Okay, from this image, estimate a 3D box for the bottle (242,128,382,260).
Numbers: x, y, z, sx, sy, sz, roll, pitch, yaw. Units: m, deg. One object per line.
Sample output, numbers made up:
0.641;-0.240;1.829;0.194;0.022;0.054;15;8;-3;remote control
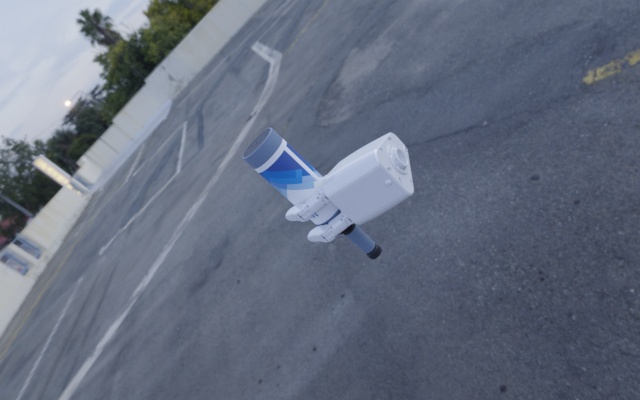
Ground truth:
0.000;0.002;0.803;0.296;0.069;0.069;43;-19;-22;bottle
